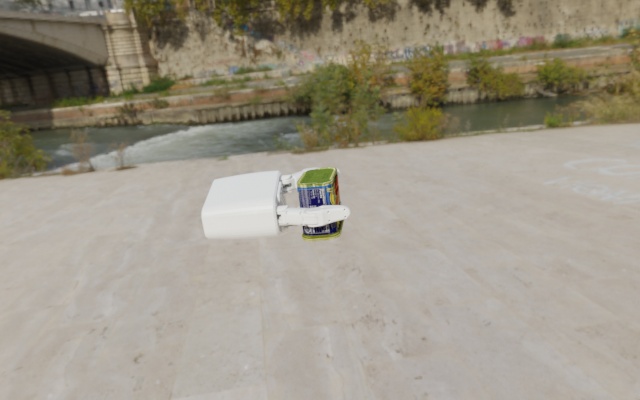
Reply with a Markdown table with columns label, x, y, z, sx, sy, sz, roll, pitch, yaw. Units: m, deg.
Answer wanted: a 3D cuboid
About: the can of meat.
| label | x | y | z | sx | sy | sz | roll | pitch | yaw |
| --- | --- | --- | --- | --- | --- | --- | --- | --- | --- |
| can of meat | 0.000 | 0.002 | 0.705 | 0.057 | 0.084 | 0.102 | -5 | 16 | 9 |
